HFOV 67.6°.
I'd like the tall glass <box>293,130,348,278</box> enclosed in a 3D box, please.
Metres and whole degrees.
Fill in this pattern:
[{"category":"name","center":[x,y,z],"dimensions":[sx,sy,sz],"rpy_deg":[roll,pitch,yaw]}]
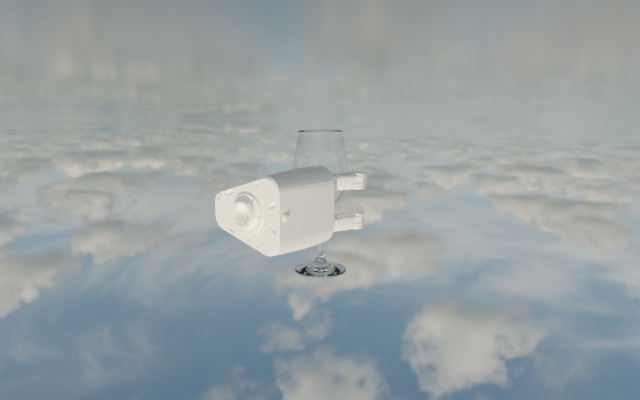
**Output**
[{"category":"tall glass","center":[0.000,0.003,0.673],"dimensions":[0.079,0.201,0.079],"rpy_deg":[0,10,0]}]
